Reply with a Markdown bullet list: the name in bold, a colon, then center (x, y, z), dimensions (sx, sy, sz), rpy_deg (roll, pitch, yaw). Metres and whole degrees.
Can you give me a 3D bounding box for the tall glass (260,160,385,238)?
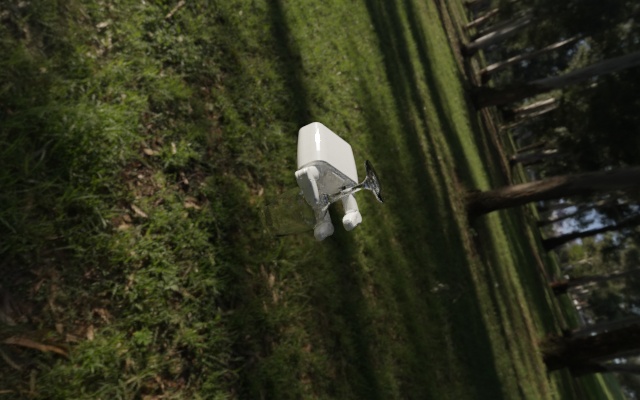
- **tall glass**: center (0.001, 0.002, 0.795), dimensions (0.201, 0.079, 0.079), rpy_deg (-21, -7, 19)
